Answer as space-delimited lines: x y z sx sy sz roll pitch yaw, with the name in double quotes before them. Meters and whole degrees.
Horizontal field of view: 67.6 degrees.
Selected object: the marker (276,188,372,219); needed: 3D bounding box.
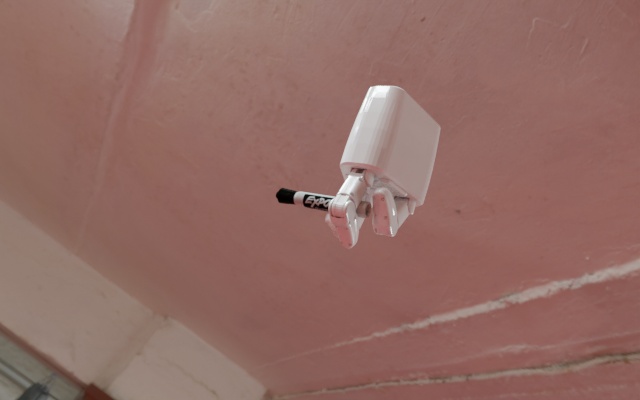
"marker" 0.000 0.002 0.545 0.121 0.020 0.020 10 5 30
